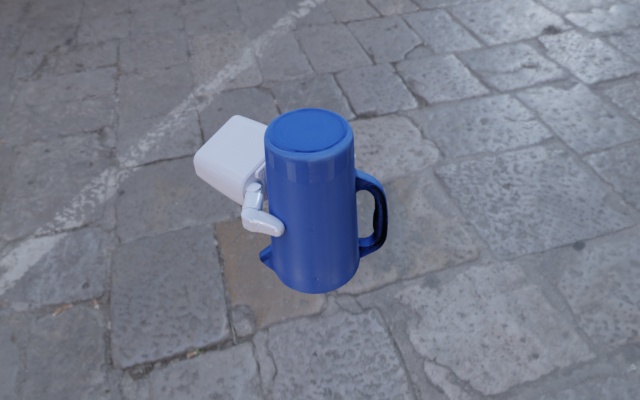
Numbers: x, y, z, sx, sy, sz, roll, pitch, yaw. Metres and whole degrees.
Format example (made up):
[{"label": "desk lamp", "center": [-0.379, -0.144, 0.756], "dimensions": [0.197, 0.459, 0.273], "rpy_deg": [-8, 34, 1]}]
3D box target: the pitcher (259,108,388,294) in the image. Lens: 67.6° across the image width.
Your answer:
[{"label": "pitcher", "center": [0.000, 0.002, 0.646], "dimensions": [0.145, 0.243, 0.149], "rpy_deg": [28, 51, 28]}]
